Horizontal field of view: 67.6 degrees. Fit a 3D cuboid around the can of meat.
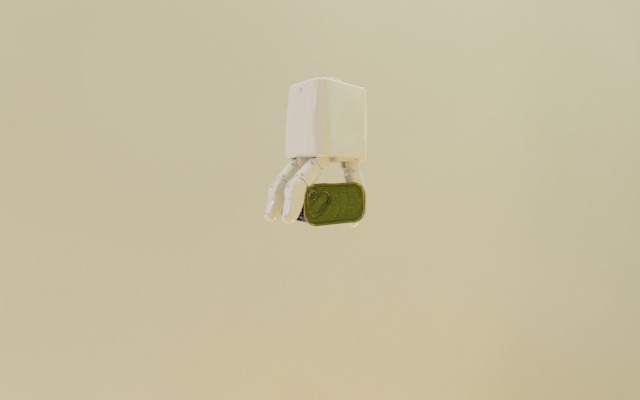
[{"bbox_3d":[0.000,0.002,0.695,0.102,0.057,0.084,-4,6,-32],"label":"can of meat"}]
